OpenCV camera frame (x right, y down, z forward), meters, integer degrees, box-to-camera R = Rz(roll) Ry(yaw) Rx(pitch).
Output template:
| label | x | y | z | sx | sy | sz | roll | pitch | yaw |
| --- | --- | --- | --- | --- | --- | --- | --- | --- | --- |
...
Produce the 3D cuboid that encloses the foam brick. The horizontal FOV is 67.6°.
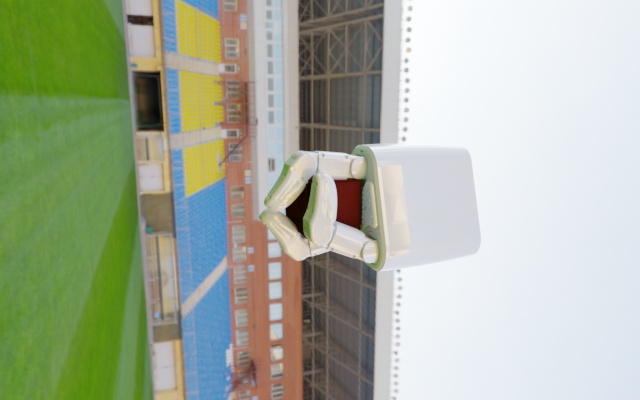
| label | x | y | z | sx | sy | sz | roll | pitch | yaw |
| --- | --- | --- | --- | --- | --- | --- | --- | --- | --- |
| foam brick | 0.000 | 0.001 | 0.457 | 0.051 | 0.053 | 0.078 | -5 | 13 | -19 |
